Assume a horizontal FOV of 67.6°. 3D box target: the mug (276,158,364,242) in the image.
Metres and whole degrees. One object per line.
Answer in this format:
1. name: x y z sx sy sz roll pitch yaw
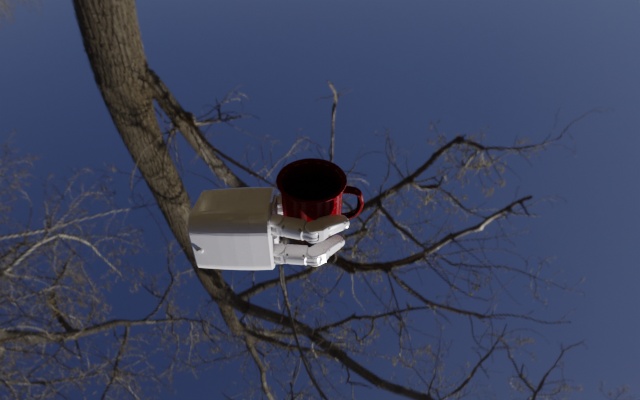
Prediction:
1. mug: 0.002 0.002 0.653 0.117 0.082 0.093 0 42 0
